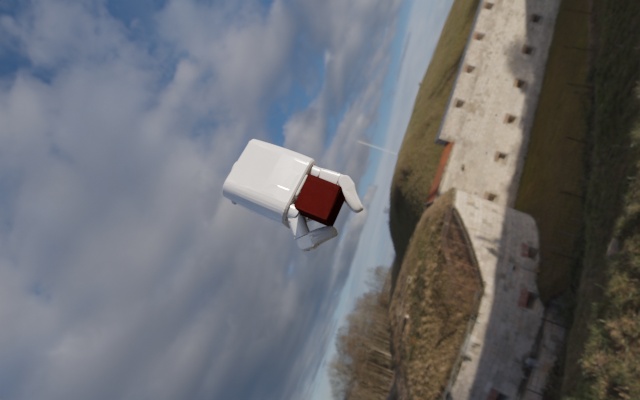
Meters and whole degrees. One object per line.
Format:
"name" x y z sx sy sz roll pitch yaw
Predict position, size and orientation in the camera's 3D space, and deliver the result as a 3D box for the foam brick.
"foam brick" 0.000 0.002 0.682 0.051 0.053 0.078 23 -8 11
